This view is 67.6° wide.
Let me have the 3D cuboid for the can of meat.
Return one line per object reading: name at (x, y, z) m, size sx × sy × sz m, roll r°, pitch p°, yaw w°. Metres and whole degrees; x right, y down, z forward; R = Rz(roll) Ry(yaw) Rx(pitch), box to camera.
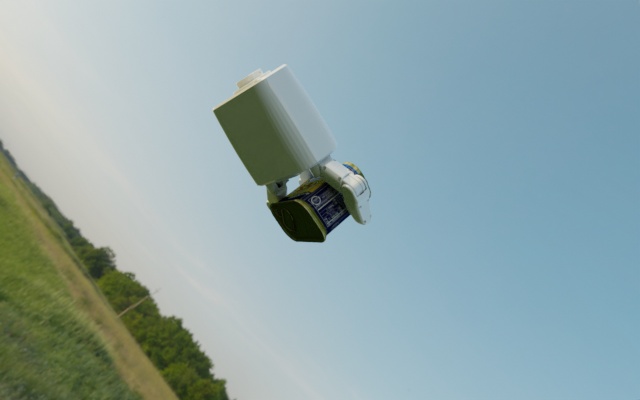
can of meat at (0.000, 0.002, 0.565) m, size 0.084 × 0.057 × 0.102 m, roll -39°, pitch 14°, yaw -24°
